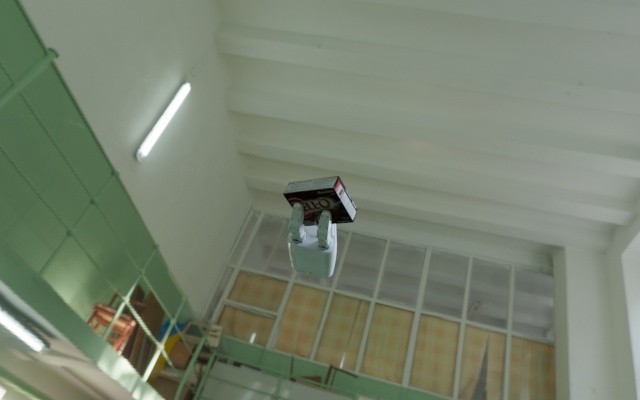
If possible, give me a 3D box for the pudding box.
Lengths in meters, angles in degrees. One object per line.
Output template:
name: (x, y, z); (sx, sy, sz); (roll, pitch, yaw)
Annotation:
pudding box: (0.000, 0.003, 0.886); (0.113, 0.039, 0.090); (-8, -48, 30)
